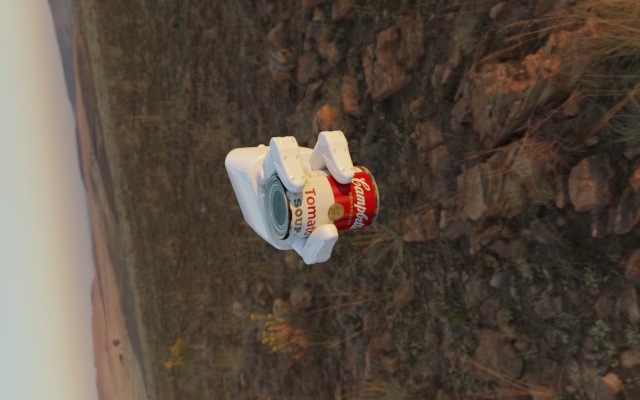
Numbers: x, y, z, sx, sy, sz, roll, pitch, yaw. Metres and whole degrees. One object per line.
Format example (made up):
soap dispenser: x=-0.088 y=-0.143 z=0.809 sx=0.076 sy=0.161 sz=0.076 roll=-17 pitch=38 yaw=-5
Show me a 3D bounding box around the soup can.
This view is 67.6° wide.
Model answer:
soup can: x=0.000 y=0.002 z=0.498 sx=0.102 sy=0.068 sz=0.068 roll=-7 pitch=3 yaw=-26
